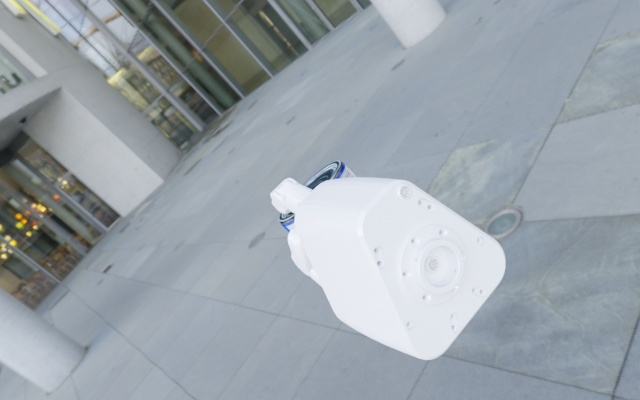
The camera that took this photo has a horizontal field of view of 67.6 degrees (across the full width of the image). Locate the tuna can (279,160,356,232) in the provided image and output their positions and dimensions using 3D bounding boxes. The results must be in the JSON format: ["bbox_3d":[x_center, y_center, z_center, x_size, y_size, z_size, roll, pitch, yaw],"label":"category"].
[{"bbox_3d":[0.000,0.001,0.463,0.034,0.086,0.086,45,-13,-13],"label":"tuna can"}]
